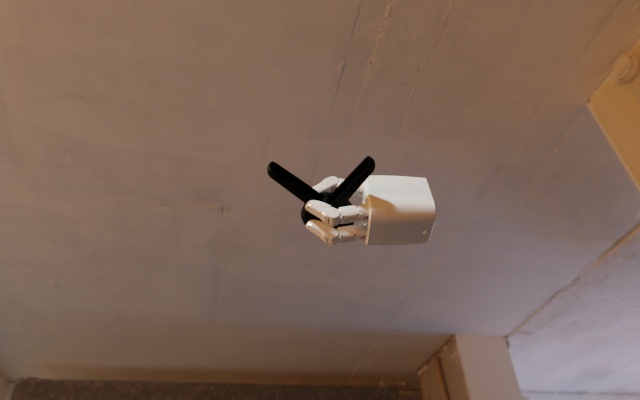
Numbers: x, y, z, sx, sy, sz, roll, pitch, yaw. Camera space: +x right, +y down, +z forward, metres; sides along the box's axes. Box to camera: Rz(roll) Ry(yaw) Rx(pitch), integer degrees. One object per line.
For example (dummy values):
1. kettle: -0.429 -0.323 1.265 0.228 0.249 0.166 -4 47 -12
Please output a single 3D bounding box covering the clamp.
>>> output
1. clamp: 0.000 0.002 0.792 0.164 0.036 0.210 2 -39 2
